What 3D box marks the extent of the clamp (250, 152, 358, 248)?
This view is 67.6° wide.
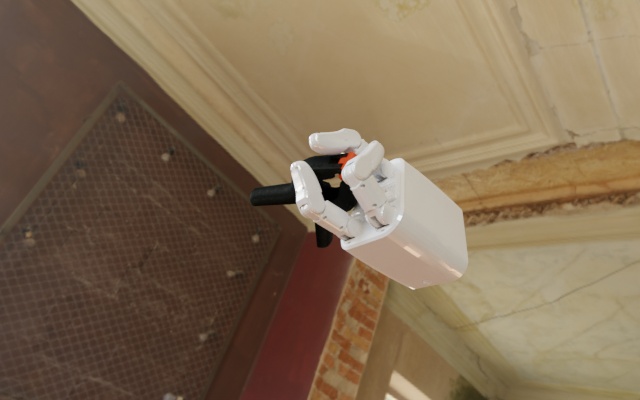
[{"bbox_3d":[0.000,0.001,0.563,0.120,0.039,0.171,34,-34,-21],"label":"clamp"}]
